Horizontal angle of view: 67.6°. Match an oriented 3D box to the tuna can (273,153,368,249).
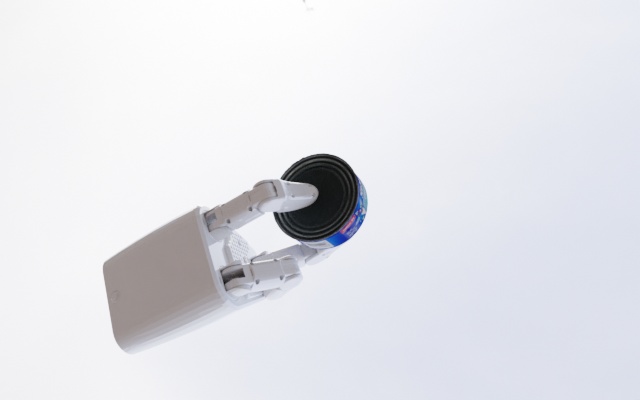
[{"bbox_3d":[0.000,0.002,0.445,0.086,0.086,0.034,0,-20,24],"label":"tuna can"}]
